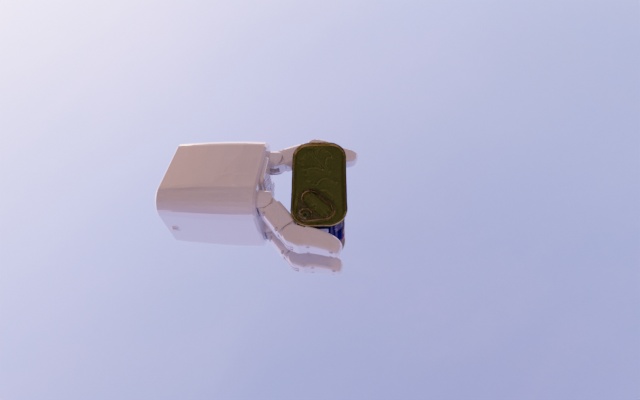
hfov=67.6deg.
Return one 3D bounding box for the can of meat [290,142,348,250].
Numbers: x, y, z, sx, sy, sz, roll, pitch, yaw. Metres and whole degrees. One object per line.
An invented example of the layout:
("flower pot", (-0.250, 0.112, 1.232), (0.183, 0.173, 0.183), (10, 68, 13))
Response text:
("can of meat", (0.000, 0.002, 0.526), (0.057, 0.102, 0.084), (-1, -31, 2))
